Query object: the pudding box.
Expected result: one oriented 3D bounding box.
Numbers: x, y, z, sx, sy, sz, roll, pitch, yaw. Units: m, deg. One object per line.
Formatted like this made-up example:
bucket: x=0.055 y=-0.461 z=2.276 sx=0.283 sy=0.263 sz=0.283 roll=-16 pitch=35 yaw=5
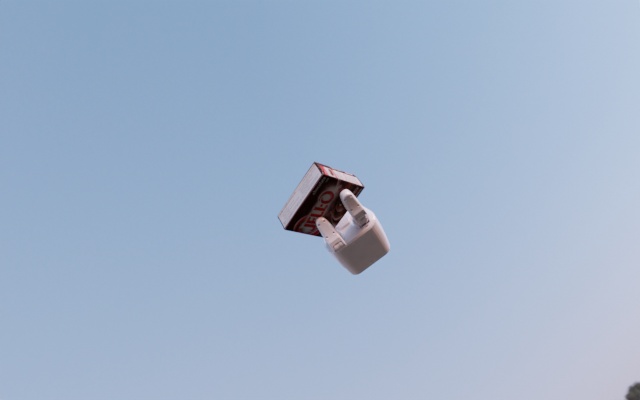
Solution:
pudding box: x=0.000 y=0.002 z=0.738 sx=0.090 sy=0.113 sz=0.039 roll=14 pitch=28 yaw=-41
